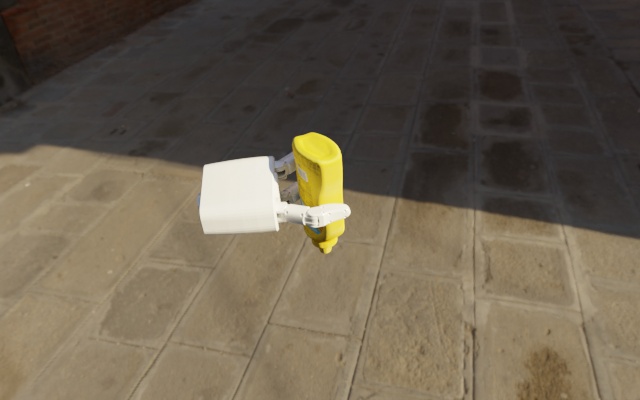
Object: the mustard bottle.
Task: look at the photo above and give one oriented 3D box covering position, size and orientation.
[{"bbox_3d":[0.000,0.002,0.715,0.058,0.192,0.096,-20,37,-21],"label":"mustard bottle"}]
